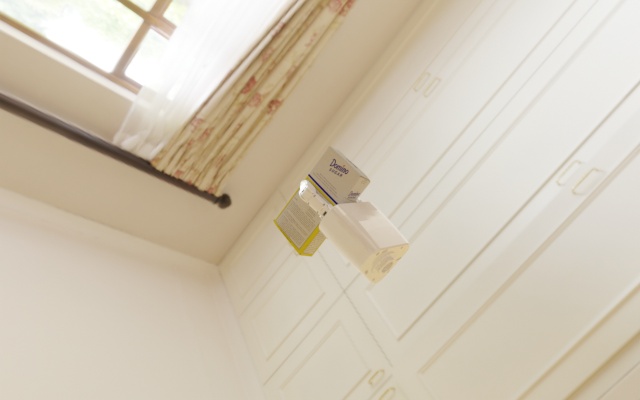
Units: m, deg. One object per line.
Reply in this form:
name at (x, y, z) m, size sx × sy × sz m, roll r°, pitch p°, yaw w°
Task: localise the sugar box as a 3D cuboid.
sugar box at (0.000, 0.003, 0.840) m, size 0.093 × 0.176 × 0.048 m, roll 47°, pitch 15°, yaw 31°
